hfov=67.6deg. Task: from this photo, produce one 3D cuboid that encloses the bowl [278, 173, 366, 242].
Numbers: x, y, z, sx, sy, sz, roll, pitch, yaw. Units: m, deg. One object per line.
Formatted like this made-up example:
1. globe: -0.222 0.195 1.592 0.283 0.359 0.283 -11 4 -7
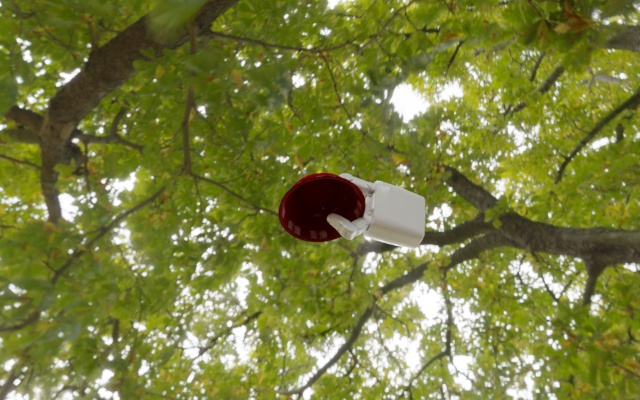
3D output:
1. bowl: -0.001 0.002 0.889 0.162 0.162 0.055 0 40 -11
